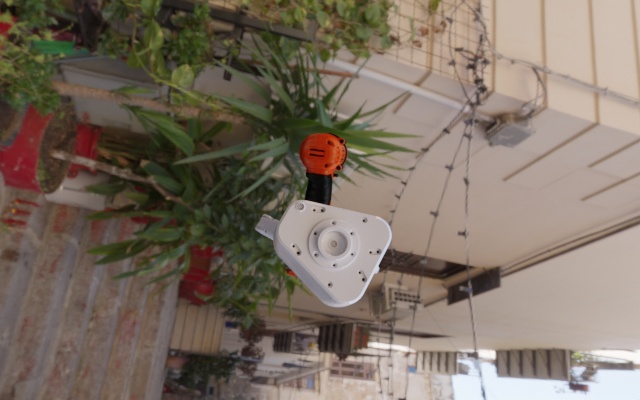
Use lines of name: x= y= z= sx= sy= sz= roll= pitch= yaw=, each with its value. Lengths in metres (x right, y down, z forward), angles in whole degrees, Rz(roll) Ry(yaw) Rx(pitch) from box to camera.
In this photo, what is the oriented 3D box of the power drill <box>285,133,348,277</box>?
power drill: x=0.000 y=0.003 z=0.646 sx=0.057 sy=0.187 sz=0.184 roll=6 pitch=6 yaw=10
